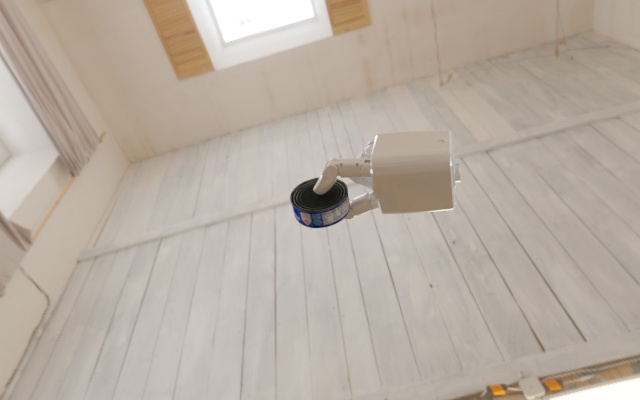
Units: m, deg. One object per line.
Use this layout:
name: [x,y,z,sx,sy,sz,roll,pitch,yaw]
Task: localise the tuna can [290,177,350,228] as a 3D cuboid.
tuna can: [0.000,0.003,0.704,0.086,0.034,0.086,-7,35,5]
